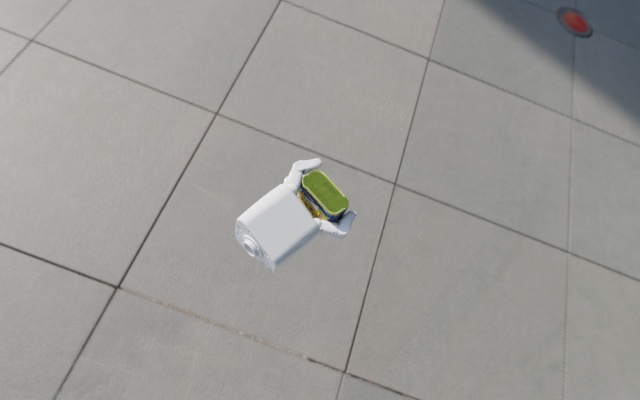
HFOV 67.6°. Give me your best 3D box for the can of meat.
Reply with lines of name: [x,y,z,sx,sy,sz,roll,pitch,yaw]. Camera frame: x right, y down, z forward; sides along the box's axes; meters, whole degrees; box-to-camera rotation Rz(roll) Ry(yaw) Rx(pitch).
can of meat: [0.000,0.003,0.887,0.057,0.102,0.084,-36,-14,-27]
